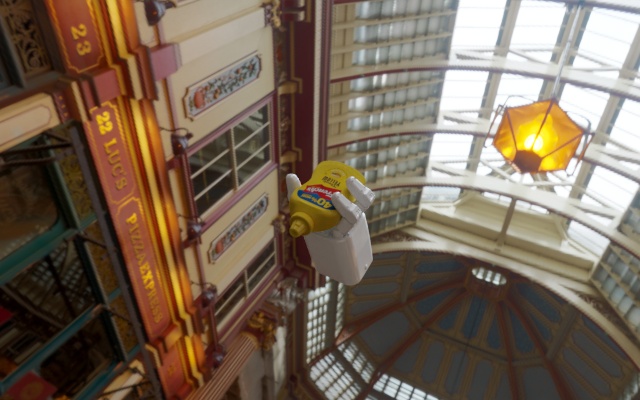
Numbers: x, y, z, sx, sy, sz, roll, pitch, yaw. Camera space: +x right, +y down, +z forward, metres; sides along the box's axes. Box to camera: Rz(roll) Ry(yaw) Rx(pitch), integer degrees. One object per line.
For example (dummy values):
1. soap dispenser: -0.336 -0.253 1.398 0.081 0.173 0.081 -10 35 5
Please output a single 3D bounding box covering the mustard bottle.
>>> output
1. mustard bottle: 0.000 0.002 0.833 0.096 0.058 0.191 25 42 15
